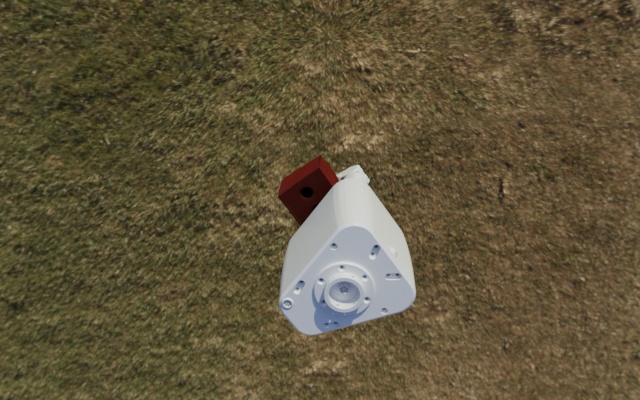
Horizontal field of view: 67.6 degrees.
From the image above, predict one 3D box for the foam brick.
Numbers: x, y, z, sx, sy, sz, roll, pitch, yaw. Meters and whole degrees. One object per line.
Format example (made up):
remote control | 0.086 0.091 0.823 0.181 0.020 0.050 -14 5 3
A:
foam brick | 0.000 0.001 0.503 0.053 0.078 0.051 -34 15 15
